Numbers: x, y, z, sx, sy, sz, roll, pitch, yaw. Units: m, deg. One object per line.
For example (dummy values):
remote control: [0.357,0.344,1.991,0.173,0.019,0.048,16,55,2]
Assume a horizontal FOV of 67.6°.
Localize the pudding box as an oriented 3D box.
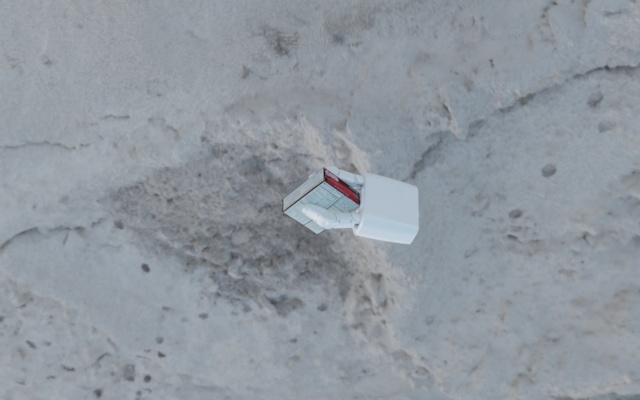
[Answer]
pudding box: [0.000,0.003,0.845,0.090,0.039,0.113,35,-56,-29]
